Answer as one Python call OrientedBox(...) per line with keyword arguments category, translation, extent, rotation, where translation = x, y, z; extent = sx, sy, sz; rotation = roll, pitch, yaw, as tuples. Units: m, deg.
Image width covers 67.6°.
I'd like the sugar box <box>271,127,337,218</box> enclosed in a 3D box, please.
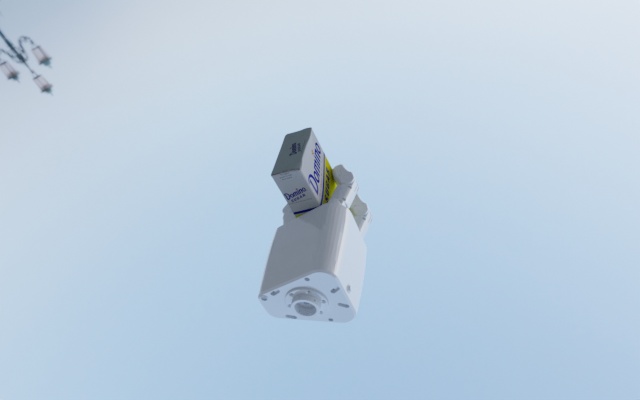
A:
OrientedBox(category="sugar box", translation=(0.001, 0.002, 0.630), extent=(0.048, 0.176, 0.093), rotation=(-12, 37, 20))
